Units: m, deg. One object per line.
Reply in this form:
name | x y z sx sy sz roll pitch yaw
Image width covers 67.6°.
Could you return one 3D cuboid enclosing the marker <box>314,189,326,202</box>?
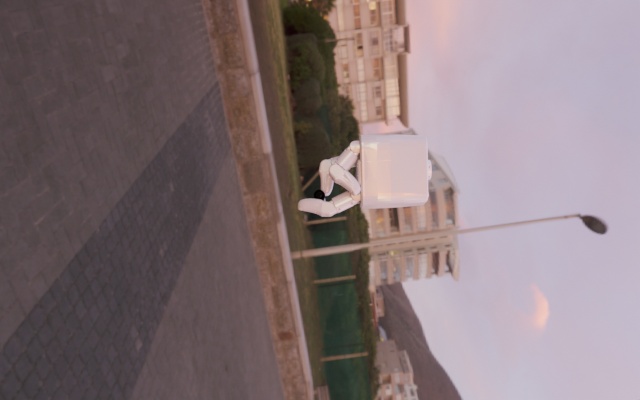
marker | 0.000 0.003 0.821 0.020 0.020 0.121 0 -12 2
